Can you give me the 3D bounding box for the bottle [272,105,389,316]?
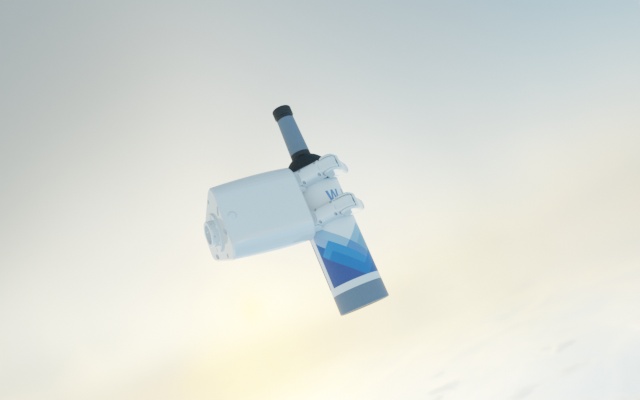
[{"bbox_3d":[0.000,0.002,0.637,0.069,0.295,0.069,-21,-15,-6],"label":"bottle"}]
